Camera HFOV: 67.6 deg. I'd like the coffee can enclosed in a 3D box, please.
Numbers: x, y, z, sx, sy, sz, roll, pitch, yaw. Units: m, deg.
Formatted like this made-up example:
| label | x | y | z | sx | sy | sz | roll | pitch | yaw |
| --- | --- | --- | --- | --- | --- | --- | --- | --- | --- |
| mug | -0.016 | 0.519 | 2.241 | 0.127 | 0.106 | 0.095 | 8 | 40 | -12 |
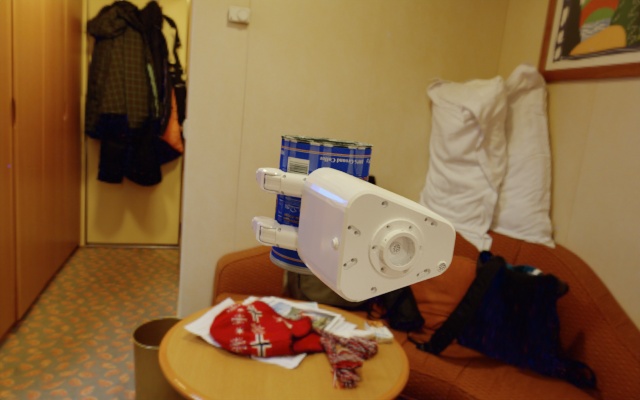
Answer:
| label | x | y | z | sx | sy | sz | roll | pitch | yaw |
| --- | --- | --- | --- | --- | --- | --- | --- | --- | --- |
| coffee can | 0.000 | 0.002 | 0.538 | 0.103 | 0.140 | 0.103 | 6 | 10 | -1 |
